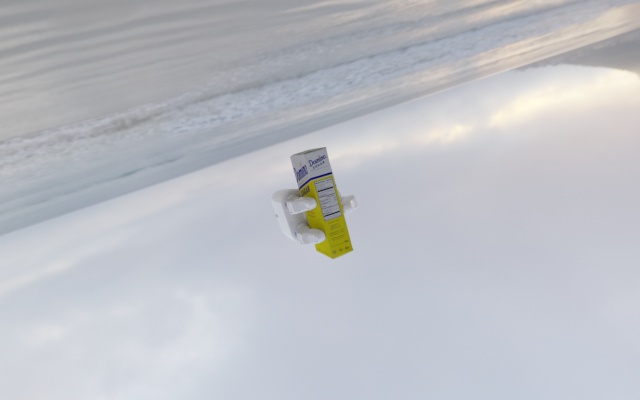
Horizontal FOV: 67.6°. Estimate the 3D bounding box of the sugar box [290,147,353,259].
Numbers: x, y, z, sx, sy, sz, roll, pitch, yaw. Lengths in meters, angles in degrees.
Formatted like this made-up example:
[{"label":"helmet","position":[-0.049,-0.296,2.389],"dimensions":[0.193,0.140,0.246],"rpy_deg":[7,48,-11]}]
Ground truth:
[{"label":"sugar box","position":[0.000,0.003,0.793],"dimensions":[0.048,0.176,0.093],"rpy_deg":[-21,9,-17]}]
